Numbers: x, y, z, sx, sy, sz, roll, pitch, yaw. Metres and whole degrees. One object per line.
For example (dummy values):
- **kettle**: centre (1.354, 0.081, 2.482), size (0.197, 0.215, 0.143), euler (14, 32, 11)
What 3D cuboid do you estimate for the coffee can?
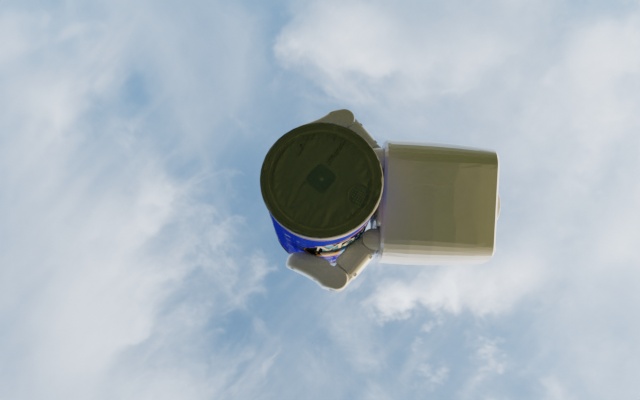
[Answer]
- **coffee can**: centre (0.000, 0.002, 0.461), size (0.103, 0.102, 0.140), euler (0, -17, -1)
